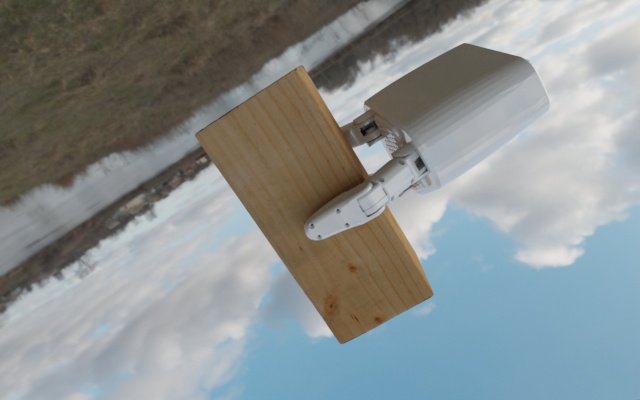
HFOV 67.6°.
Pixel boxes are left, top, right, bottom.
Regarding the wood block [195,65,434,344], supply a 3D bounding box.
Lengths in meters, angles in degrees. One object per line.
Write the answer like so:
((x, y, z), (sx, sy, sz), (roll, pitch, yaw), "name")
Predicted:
((0.000, 0.001, 0.402), (0.090, 0.206, 0.090), (-31, 14, 10), "wood block")
